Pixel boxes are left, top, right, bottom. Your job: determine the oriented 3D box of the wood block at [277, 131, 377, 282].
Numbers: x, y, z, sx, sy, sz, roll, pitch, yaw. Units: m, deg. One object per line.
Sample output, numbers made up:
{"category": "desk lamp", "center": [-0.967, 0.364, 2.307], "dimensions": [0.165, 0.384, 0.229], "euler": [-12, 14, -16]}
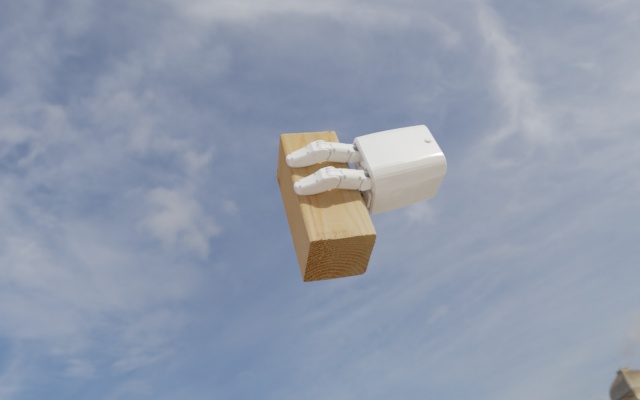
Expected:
{"category": "wood block", "center": [0.000, 0.002, 0.683], "dimensions": [0.090, 0.206, 0.091], "euler": [-5, -43, -14]}
